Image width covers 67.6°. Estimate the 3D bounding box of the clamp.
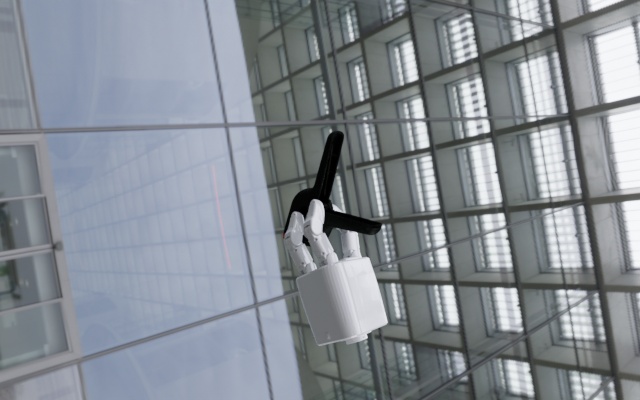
[{"bbox_3d":[0.001,0.003,0.742,0.036,0.164,0.210,-4,-19,-38],"label":"clamp"}]
